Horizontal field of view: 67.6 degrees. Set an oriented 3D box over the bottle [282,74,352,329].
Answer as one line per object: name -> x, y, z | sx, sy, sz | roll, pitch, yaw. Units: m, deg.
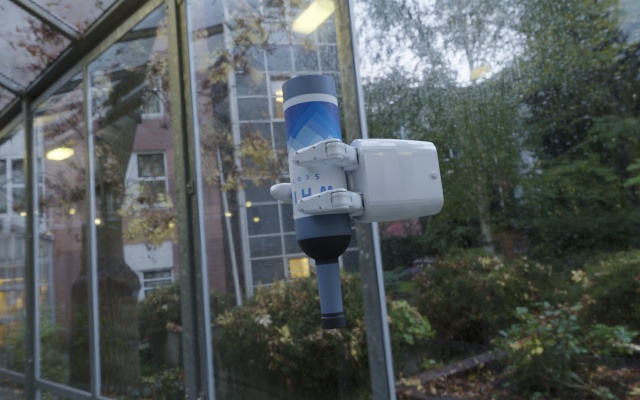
bottle -> 0.000, 0.002, 0.571 | 0.069, 0.295, 0.069 | -6, -8, -1
